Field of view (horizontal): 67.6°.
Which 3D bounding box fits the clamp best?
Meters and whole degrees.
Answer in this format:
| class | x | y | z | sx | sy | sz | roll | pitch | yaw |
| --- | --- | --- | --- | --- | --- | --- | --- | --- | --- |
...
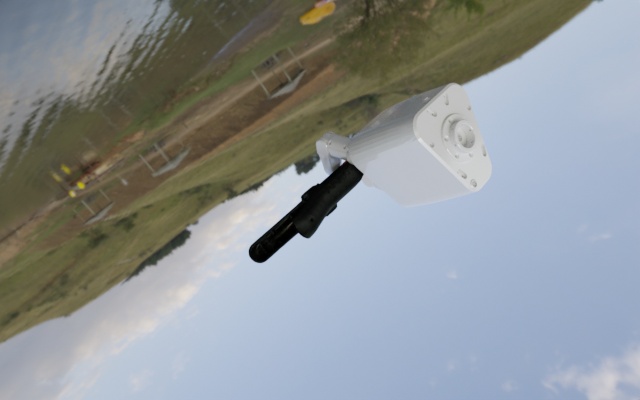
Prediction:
| class | x | y | z | sx | sy | sz | roll | pitch | yaw |
| --- | --- | --- | --- | --- | --- | --- | --- | --- | --- |
| clamp | 0.001 | 0.002 | 0.527 | 0.171 | 0.039 | 0.120 | -46 | 14 | -29 |
